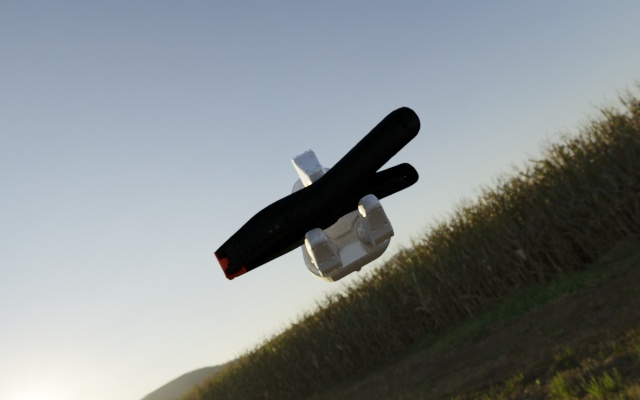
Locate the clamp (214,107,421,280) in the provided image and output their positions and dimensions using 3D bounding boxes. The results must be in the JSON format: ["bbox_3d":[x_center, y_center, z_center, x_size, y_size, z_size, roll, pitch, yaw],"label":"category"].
[{"bbox_3d":[-0.001,0.001,0.411,0.210,0.036,0.165,-30,-17,-3],"label":"clamp"}]
